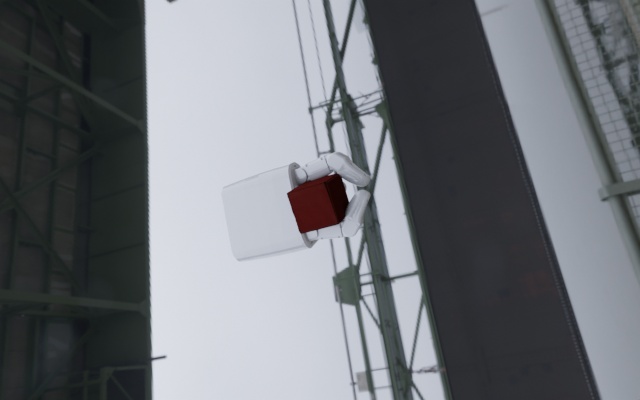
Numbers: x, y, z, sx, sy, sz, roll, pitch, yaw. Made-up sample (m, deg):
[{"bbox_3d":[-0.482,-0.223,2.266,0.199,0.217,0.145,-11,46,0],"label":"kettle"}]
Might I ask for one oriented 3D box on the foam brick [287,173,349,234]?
[{"bbox_3d":[0.000,0.002,0.584,0.051,0.053,0.078,-15,7,17],"label":"foam brick"}]
